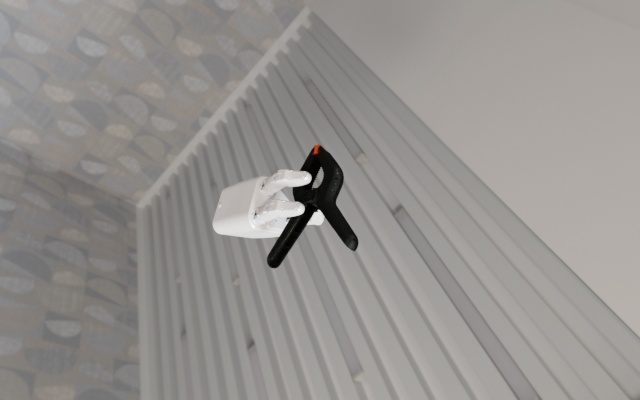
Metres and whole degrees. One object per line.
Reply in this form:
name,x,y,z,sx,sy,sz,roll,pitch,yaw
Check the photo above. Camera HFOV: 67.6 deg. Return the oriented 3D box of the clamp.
clamp,0.001,0.002,0.745,0.164,0.210,0.036,-9,-32,37
